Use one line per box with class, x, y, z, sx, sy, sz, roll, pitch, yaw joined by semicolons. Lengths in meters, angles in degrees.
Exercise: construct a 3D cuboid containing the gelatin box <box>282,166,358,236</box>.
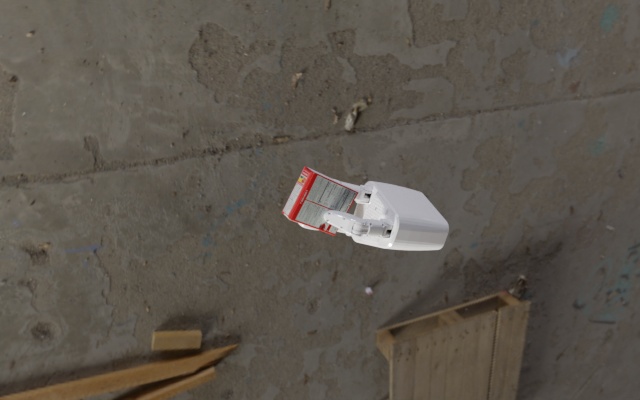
gelatin box;0.000;0.002;0.674;0.089;0.073;0.030;22;9;-37
